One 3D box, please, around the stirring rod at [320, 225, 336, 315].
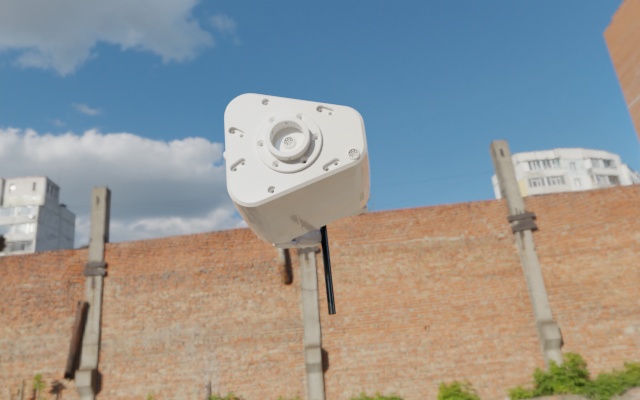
[{"bbox_3d":[0.000,0.002,0.521,0.011,0.239,0.011,-5,-18,-2],"label":"stirring rod"}]
